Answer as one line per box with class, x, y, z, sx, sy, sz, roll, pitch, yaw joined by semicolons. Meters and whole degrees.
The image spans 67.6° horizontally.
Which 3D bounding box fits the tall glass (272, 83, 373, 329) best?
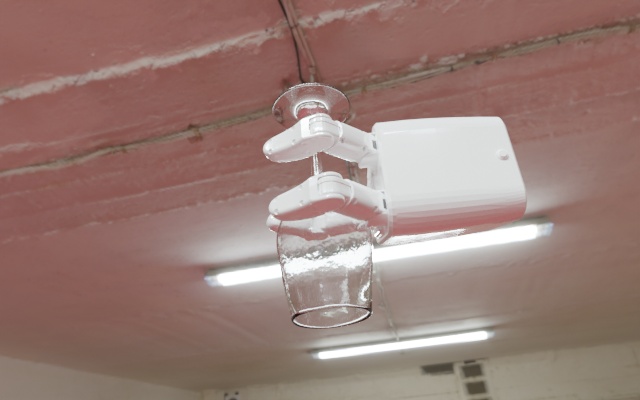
tall glass;0.000;0.001;0.406;0.079;0.201;0.079;-4;-28;-2
